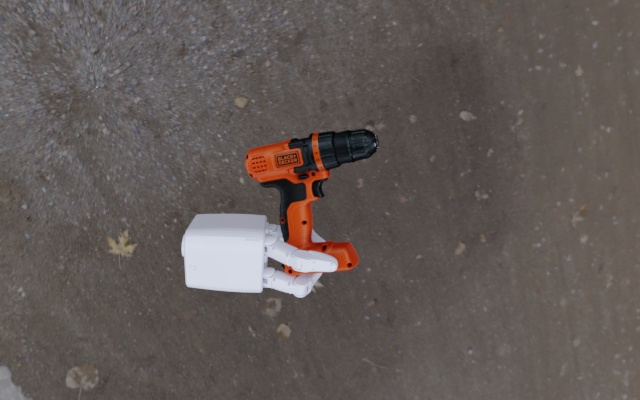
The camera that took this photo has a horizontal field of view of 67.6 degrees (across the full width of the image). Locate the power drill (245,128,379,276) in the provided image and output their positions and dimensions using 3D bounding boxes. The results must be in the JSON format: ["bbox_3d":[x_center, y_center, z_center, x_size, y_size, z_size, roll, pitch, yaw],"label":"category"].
[{"bbox_3d":[0.000,0.003,0.653,0.184,0.187,0.057,-9,8,16],"label":"power drill"}]
